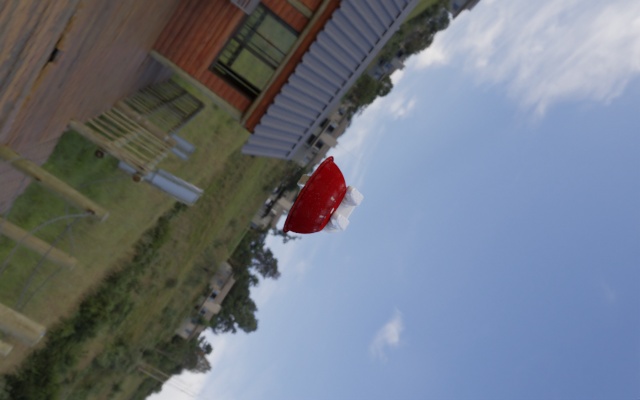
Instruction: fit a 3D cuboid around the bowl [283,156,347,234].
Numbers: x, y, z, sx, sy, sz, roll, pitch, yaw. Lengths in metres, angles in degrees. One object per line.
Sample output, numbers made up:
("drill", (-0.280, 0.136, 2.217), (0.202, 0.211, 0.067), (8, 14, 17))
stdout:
("bowl", (0.000, 0.003, 0.846), (0.055, 0.162, 0.162), (32, 5, 8))
